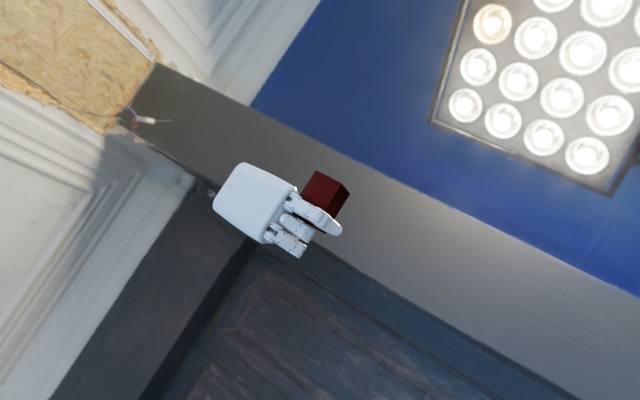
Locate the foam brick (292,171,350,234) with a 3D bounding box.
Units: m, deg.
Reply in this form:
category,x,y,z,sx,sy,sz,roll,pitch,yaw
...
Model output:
category,x,y,z,sx,sy,sz,roll,pitch,yaw
foam brick,0.000,0.002,0.747,0.051,0.078,0.053,29,-9,25
